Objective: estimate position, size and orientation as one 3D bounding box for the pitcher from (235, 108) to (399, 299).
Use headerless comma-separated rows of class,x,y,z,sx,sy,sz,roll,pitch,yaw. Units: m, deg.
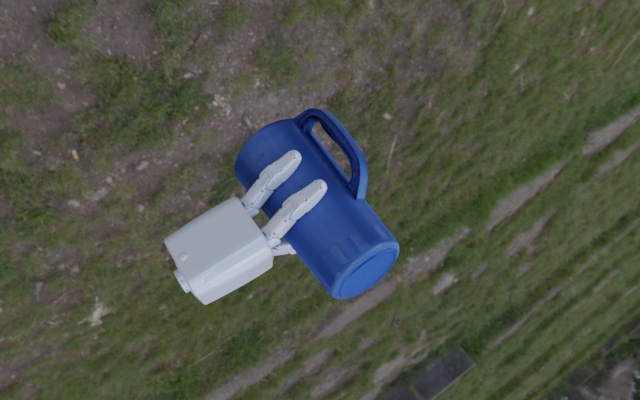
pitcher,0.000,0.002,0.648,0.145,0.242,0.149,-30,-30,-16
